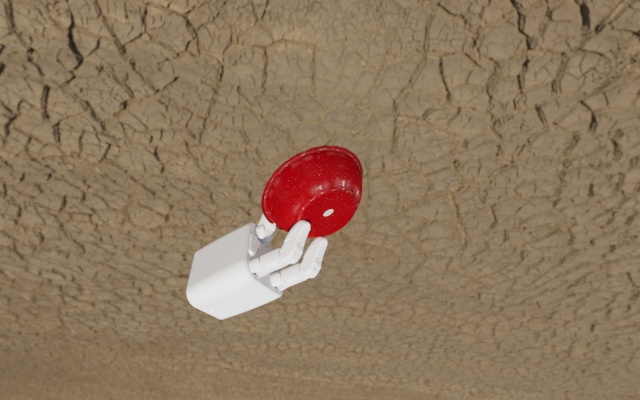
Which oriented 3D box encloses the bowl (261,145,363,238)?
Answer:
[{"bbox_3d":[0.001,0.002,0.681,0.162,0.162,0.055,0,40,-32],"label":"bowl"}]
